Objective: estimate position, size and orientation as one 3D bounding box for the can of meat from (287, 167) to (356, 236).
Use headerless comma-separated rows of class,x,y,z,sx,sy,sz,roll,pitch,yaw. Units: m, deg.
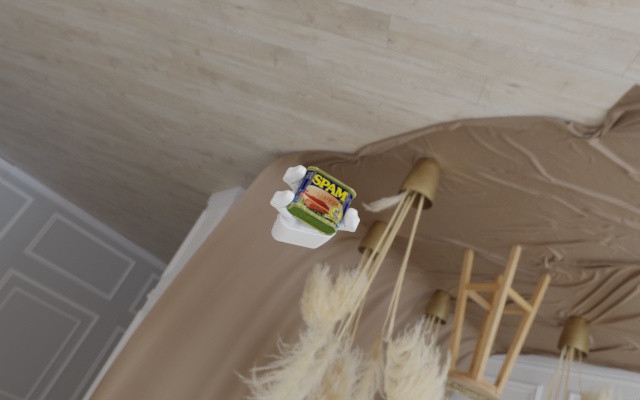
can of meat,0.000,0.003,0.857,0.102,0.084,0.057,31,-26,-9
